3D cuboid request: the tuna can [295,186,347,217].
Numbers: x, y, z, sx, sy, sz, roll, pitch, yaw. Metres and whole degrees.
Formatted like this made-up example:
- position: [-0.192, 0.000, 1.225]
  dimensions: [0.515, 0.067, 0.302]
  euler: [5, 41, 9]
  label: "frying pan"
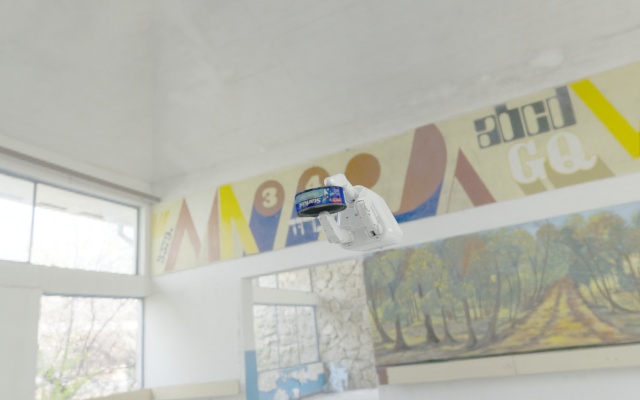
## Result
- position: [0.000, 0.002, 0.798]
  dimensions: [0.086, 0.033, 0.086]
  euler: [-9, -12, -2]
  label: "tuna can"
